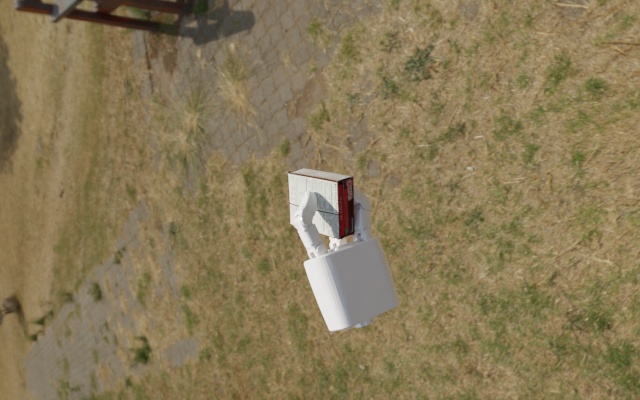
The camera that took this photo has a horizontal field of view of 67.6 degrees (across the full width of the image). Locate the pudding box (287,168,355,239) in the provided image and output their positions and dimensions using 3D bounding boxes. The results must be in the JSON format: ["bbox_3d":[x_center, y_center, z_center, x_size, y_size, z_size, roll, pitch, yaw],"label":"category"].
[{"bbox_3d":[0.000,0.002,0.724,0.113,0.090,0.039,13,21,42],"label":"pudding box"}]
